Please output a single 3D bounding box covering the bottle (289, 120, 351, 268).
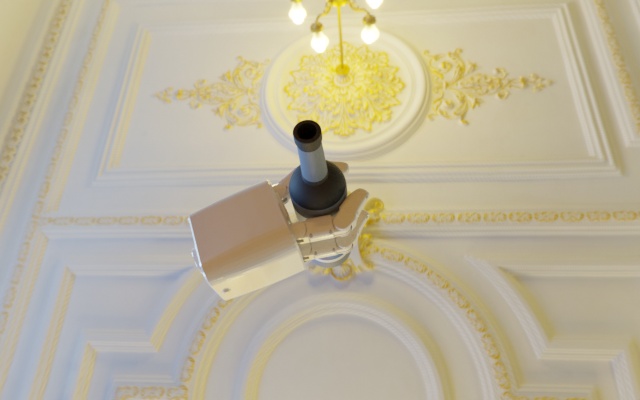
[{"bbox_3d":[0.000,0.002,0.577,0.069,0.069,0.296,0,-27,6],"label":"bottle"}]
